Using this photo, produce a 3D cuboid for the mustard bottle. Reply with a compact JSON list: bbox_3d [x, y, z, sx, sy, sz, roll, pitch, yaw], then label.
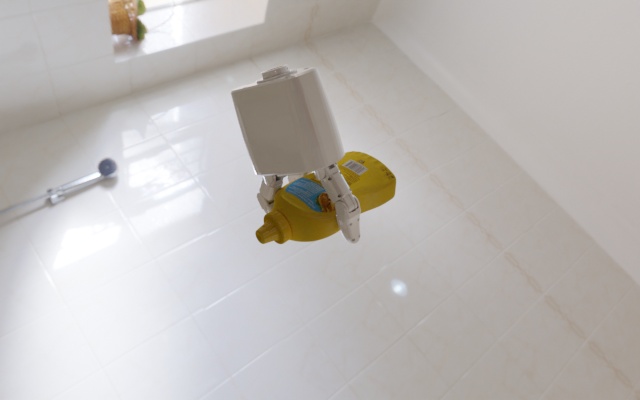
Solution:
[{"bbox_3d":[0.000,0.002,0.603,0.191,0.058,0.096,-30,47,-31],"label":"mustard bottle"}]
